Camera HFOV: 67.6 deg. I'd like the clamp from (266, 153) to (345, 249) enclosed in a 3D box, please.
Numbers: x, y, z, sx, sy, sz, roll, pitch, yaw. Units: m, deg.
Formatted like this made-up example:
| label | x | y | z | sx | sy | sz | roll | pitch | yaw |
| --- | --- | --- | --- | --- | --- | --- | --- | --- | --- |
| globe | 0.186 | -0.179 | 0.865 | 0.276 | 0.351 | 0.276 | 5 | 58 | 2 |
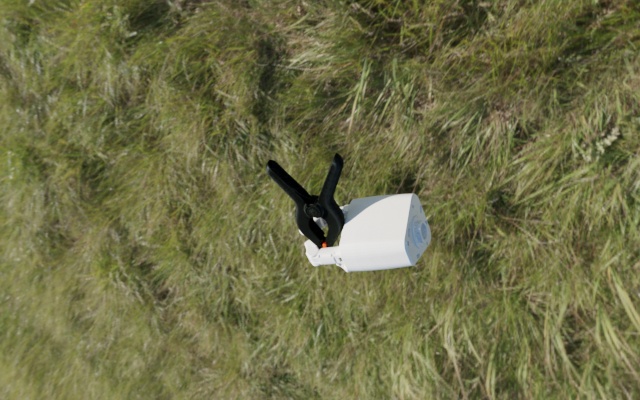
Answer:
| label | x | y | z | sx | sy | sz | roll | pitch | yaw |
| --- | --- | --- | --- | --- | --- | --- | --- | --- | --- |
| clamp | 0.000 | 0.003 | 0.723 | 0.120 | 0.171 | 0.039 | -9 | 32 | 31 |
